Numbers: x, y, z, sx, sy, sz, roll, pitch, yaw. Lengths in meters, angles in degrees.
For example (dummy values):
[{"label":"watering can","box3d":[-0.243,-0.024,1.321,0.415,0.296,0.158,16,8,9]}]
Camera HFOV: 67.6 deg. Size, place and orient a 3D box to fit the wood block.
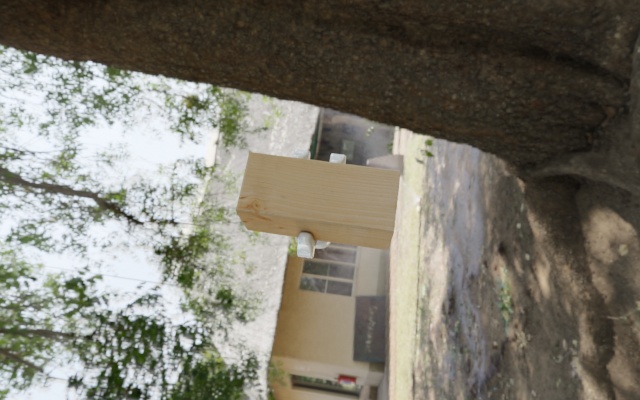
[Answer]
[{"label":"wood block","box3d":[0.000,0.003,0.665,0.206,0.090,0.090,7,-21,5]}]
